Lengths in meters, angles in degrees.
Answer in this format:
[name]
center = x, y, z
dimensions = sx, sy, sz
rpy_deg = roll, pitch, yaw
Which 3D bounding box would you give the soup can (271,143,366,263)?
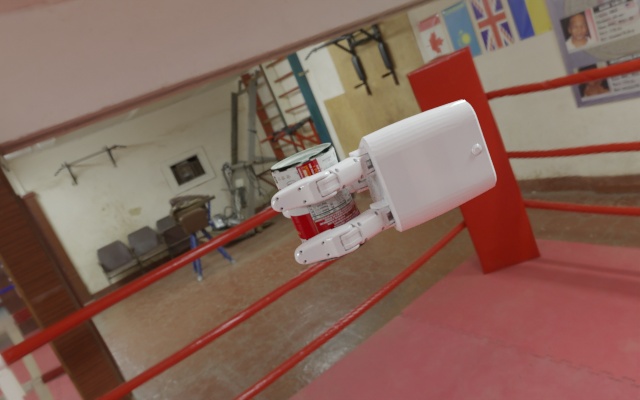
[soup can]
center = -0.001, 0.001, 0.480
dimensions = 0.068, 0.102, 0.068
rpy_deg = -22, 13, 5
